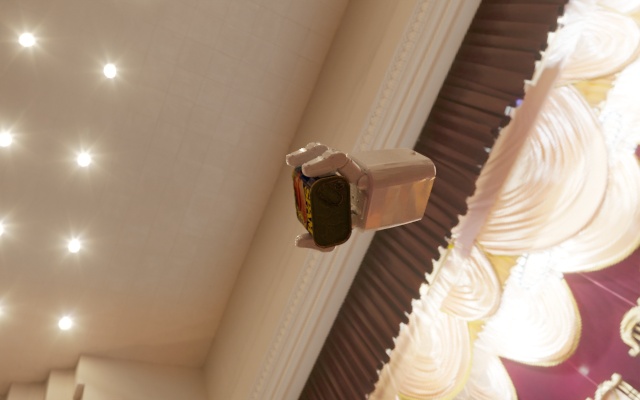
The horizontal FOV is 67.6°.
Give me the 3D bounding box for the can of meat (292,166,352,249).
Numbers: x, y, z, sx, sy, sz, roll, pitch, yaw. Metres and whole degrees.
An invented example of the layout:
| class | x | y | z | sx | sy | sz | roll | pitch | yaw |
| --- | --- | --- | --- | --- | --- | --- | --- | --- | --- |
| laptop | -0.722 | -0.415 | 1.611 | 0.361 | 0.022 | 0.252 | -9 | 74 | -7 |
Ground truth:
| class | x | y | z | sx | sy | sz | roll | pitch | yaw |
| --- | --- | --- | --- | --- | --- | --- | --- | --- | --- |
| can of meat | 0.000 | 0.002 | 0.669 | 0.057 | 0.102 | 0.084 | -12 | 25 | -18 |
